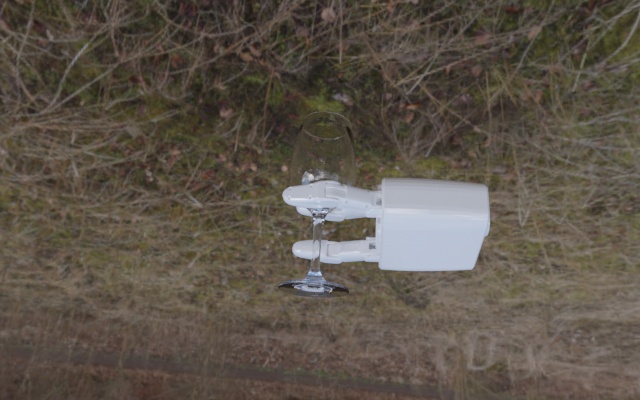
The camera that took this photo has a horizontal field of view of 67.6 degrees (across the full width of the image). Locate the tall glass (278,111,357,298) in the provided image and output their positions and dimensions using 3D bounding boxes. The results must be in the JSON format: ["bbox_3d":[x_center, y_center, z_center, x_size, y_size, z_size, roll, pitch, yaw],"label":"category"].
[{"bbox_3d":[0.000,0.002,0.532,0.079,0.201,0.079,3,-23,1],"label":"tall glass"}]
